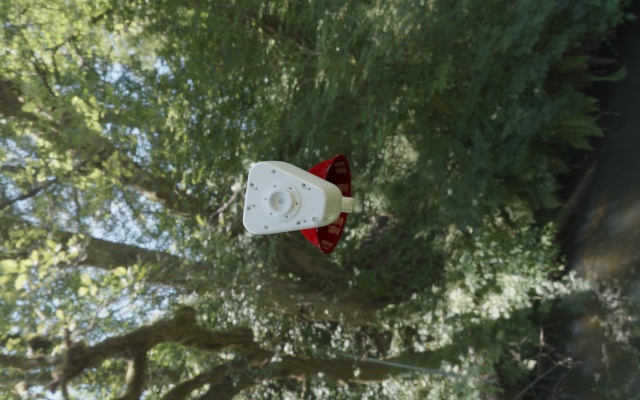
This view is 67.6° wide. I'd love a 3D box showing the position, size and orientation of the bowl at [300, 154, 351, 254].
[{"bbox_3d":[0.000,0.003,0.774,0.055,0.162,0.162,9,3,19],"label":"bowl"}]
